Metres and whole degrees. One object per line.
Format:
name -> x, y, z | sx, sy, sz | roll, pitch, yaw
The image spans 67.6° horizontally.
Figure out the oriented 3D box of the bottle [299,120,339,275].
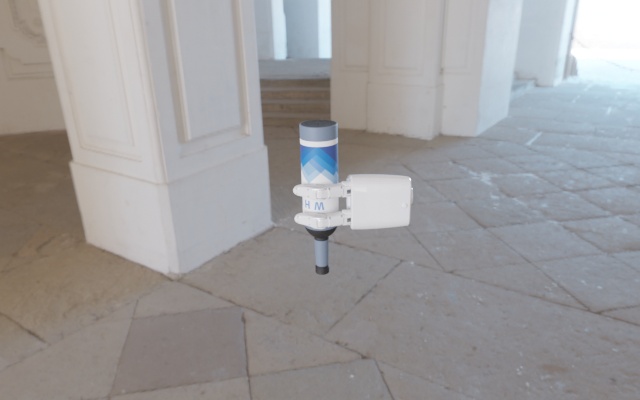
bottle -> 0.000, 0.003, 0.884 | 0.069, 0.296, 0.069 | -1, 22, 1
